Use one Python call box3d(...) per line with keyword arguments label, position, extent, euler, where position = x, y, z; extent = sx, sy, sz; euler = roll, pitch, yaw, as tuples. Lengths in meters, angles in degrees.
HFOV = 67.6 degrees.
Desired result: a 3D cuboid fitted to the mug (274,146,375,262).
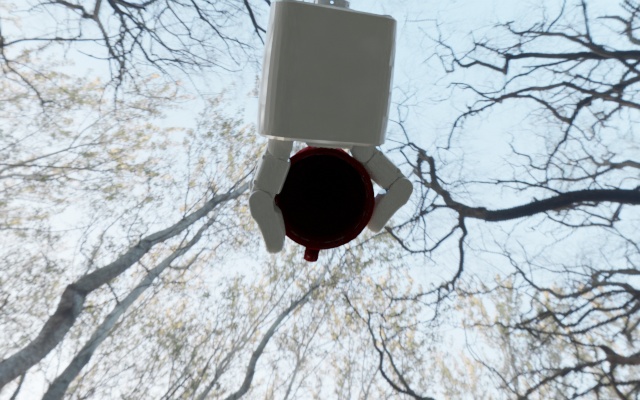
box3d(label="mug", position=(0.000, 0.003, 0.461), extent=(0.093, 0.117, 0.081), euler=(7, 14, -1))
